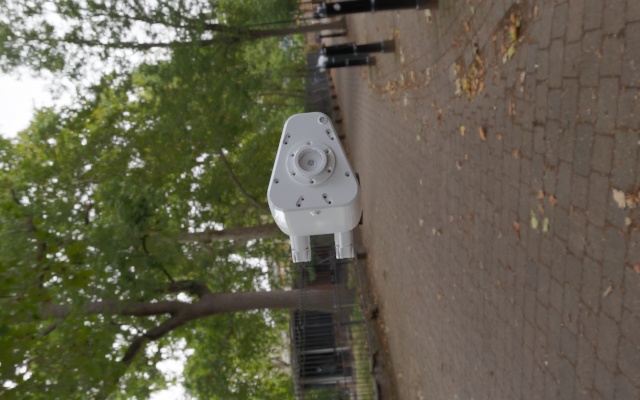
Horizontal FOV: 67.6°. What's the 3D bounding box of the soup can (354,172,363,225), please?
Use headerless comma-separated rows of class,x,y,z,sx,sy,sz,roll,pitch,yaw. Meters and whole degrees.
soup can,0.000,0.002,0.609,0.102,0.068,0.068,-5,0,2
